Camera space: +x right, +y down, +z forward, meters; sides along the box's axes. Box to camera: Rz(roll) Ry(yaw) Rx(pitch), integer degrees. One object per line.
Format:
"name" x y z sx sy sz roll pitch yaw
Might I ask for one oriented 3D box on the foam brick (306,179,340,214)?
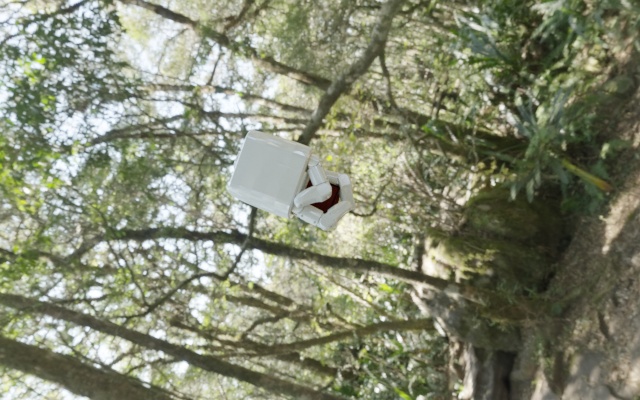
"foam brick" 0.000 0.003 0.795 0.051 0.053 0.078 19 -16 7
